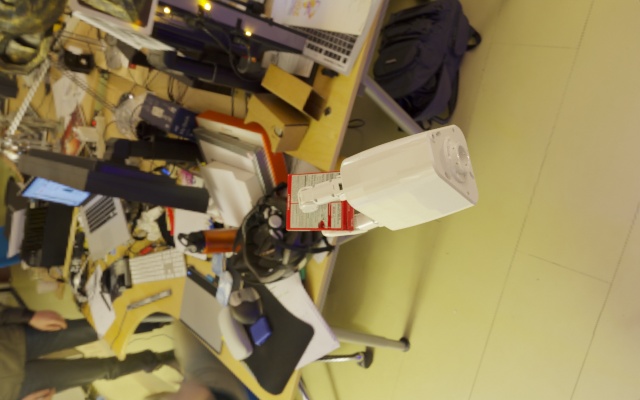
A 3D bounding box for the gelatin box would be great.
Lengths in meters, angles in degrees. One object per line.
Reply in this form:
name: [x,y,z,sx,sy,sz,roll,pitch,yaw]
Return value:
gelatin box: [0.000,0.002,0.602,0.089,0.073,0.030,-2,-5,34]
